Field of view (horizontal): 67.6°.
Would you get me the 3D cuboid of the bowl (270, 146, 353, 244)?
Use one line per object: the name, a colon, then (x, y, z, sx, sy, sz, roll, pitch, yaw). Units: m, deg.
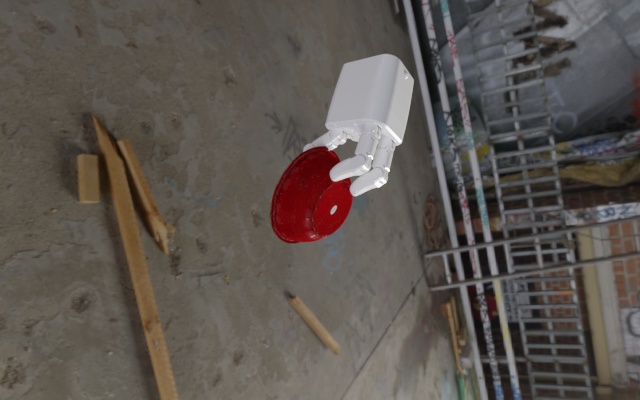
bowl: (0.000, 0.004, 0.726, 0.055, 0.162, 0.162, 27, 16, 34)
